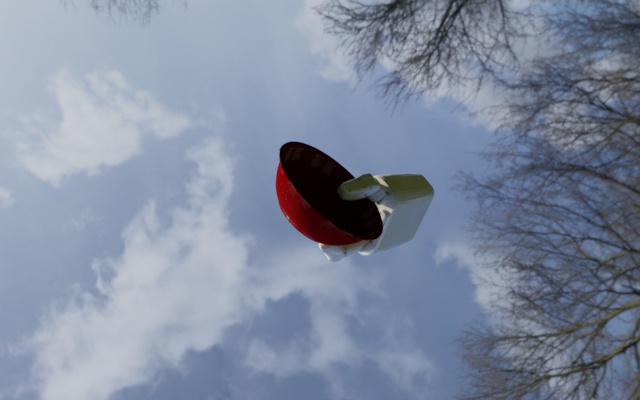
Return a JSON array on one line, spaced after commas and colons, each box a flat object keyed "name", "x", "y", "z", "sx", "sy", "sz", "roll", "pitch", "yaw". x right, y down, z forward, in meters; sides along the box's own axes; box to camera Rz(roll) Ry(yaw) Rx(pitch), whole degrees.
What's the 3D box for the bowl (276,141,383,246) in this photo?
[{"name": "bowl", "x": -0.001, "y": 0.002, "z": 0.591, "sx": 0.055, "sy": 0.162, "sz": 0.162, "roll": -47, "pitch": -24, "yaw": 24}]
